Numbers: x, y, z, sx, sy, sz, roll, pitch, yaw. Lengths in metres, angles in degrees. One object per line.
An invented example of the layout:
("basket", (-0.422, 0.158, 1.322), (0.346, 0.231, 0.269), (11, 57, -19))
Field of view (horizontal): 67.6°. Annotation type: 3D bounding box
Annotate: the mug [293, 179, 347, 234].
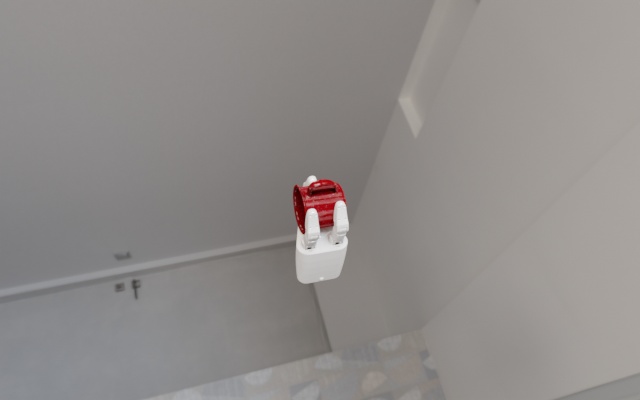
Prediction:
("mug", (0.000, 0.002, 0.883), (0.081, 0.093, 0.117), (-9, -41, -15))
